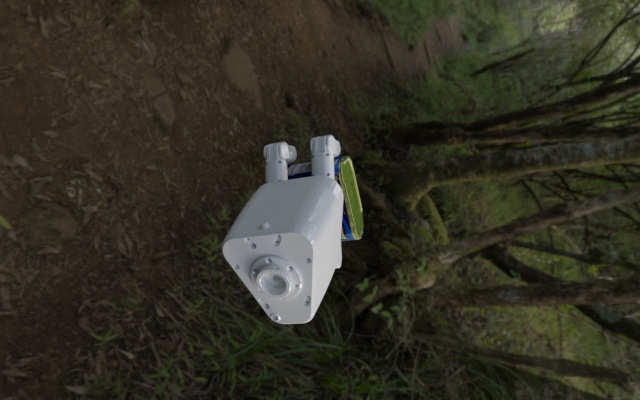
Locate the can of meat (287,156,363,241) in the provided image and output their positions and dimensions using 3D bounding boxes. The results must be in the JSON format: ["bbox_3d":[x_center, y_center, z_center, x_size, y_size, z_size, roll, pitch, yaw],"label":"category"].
[{"bbox_3d":[0.000,0.002,0.563,0.084,0.102,0.057,-7,22,19],"label":"can of meat"}]
